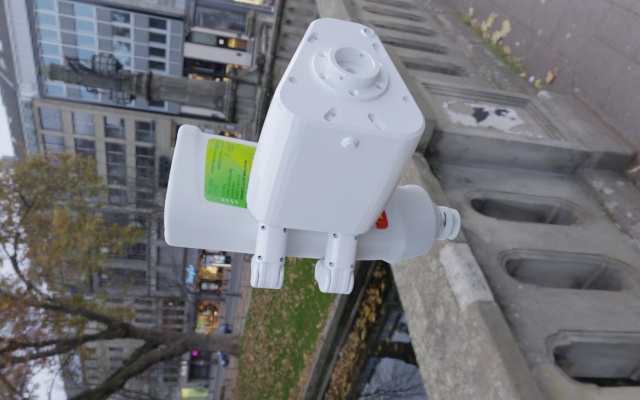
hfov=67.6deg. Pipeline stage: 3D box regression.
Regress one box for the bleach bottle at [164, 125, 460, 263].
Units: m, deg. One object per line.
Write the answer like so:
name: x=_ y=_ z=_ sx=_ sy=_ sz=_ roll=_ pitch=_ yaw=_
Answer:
bleach bottle: x=0.000 y=0.001 z=0.418 sx=0.251 sy=0.102 sz=0.068 roll=6 pitch=-36 yaw=-13
